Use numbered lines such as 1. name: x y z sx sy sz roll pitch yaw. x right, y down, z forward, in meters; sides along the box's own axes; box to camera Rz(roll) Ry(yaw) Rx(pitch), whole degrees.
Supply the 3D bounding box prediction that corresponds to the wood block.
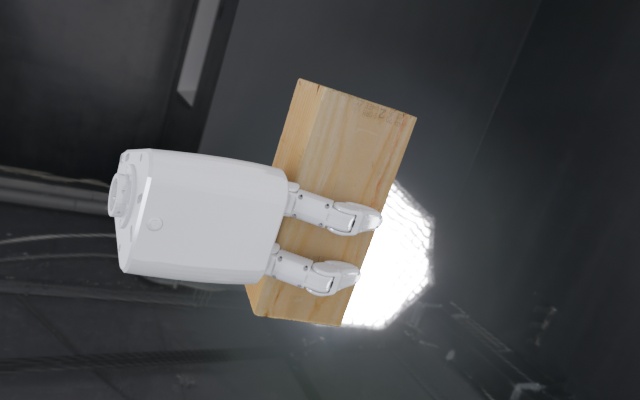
1. wood block: 0.000 0.001 0.452 0.090 0.206 0.090 13 15 -22
